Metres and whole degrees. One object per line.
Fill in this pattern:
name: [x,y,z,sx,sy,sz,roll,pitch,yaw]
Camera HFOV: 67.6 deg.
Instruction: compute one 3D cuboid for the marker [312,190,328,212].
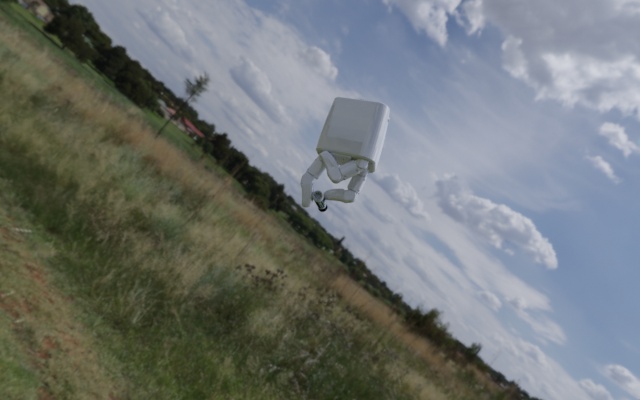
marker: [0.000,0.003,0.884,0.020,0.020,0.121,0,-11,5]
